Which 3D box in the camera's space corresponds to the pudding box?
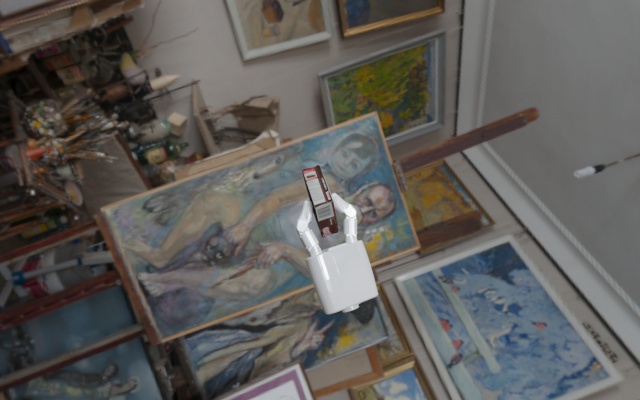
[{"bbox_3d":[0.000,0.003,0.894,0.039,0.090,0.114,-17,-34,-5],"label":"pudding box"}]
